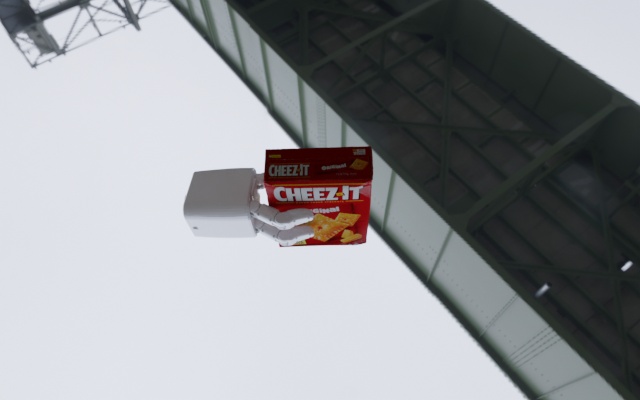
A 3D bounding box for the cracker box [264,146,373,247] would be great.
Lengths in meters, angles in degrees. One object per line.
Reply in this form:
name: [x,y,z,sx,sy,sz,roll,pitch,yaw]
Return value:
cracker box: [0.000,0.003,0.797,0.164,0.072,0.214,-2,-31,1]
